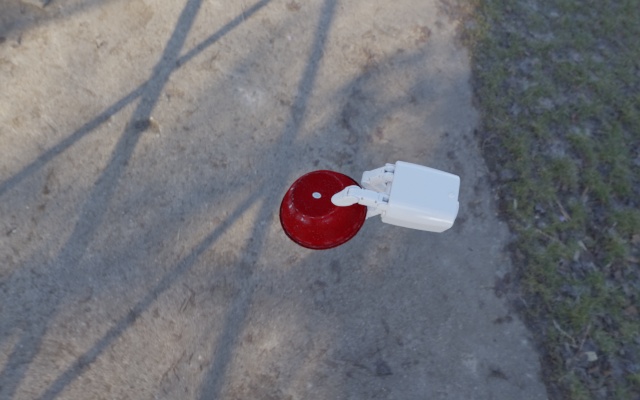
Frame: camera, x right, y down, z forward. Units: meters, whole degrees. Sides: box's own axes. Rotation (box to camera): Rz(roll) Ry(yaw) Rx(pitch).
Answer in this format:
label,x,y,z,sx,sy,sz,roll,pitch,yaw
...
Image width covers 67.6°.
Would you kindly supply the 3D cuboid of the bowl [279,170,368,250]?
label,x,y,z,sx,sy,sz,roll,pitch,yaw
bowl,-0.001,0.003,0.836,0.162,0.162,0.055,0,-30,12
